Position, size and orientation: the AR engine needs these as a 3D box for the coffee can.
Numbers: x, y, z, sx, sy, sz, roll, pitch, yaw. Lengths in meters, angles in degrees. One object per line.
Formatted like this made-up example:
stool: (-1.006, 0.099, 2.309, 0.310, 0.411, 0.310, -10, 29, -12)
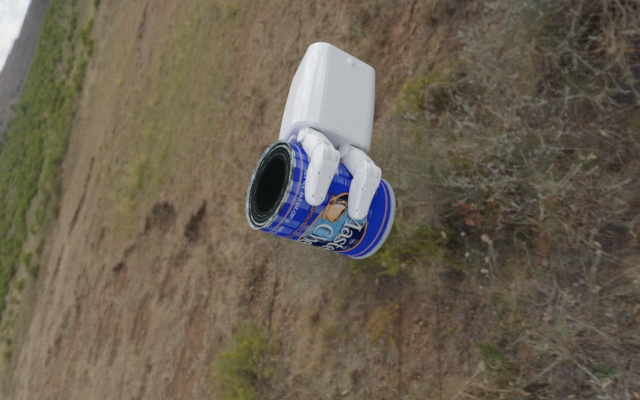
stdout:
coffee can: (0.000, 0.002, 0.548, 0.140, 0.103, 0.103, 19, -10, -30)
